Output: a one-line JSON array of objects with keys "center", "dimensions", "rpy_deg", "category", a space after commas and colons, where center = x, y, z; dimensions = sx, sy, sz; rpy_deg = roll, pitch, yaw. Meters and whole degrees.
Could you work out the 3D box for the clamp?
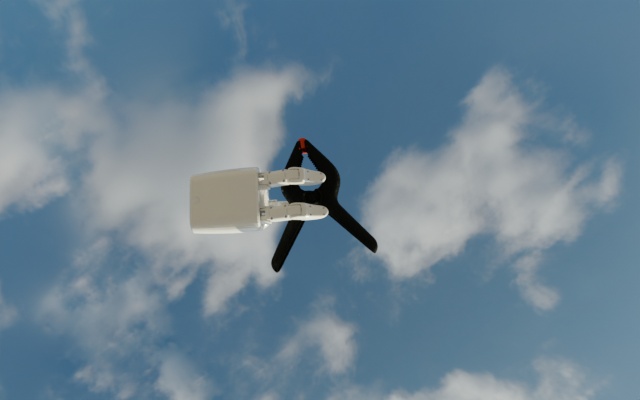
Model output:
[{"center": [0.000, 0.002, 0.751], "dimensions": [0.164, 0.210, 0.036], "rpy_deg": [-4, -14, 1], "category": "clamp"}]
